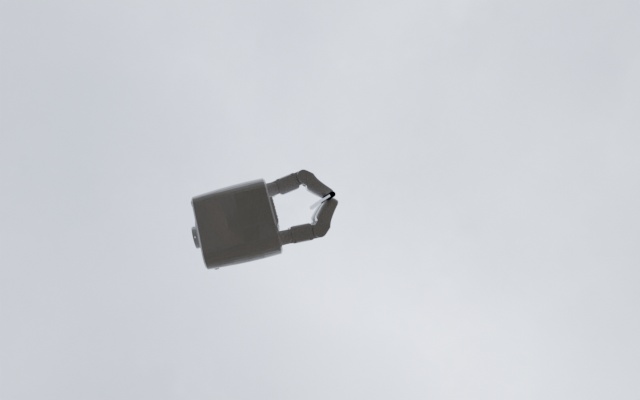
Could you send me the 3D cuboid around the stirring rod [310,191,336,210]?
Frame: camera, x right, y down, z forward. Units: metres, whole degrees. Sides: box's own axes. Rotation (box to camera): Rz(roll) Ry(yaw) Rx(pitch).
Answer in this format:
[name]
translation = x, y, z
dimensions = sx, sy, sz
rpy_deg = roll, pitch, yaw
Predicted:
[stirring rod]
translation = 0.000, 0.002, 0.738
dimensions = 0.011, 0.011, 0.239
rpy_deg = 0, -5, -8
